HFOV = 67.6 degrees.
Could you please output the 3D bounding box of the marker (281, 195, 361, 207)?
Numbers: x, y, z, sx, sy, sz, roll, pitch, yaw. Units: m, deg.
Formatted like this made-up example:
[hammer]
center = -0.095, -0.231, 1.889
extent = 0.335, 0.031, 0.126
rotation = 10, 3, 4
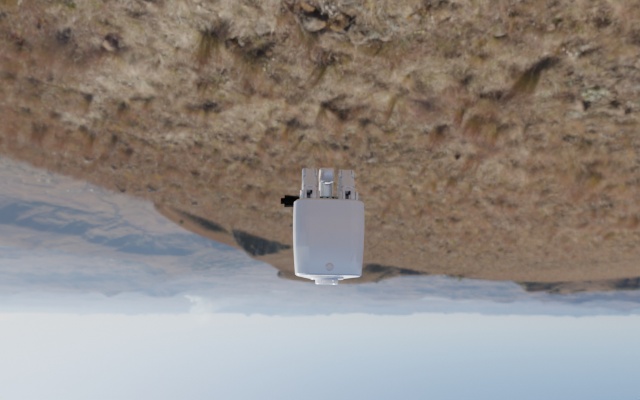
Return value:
[marker]
center = 0.000, 0.002, 0.725
extent = 0.121, 0.020, 0.020
rotation = 2, 0, -2
